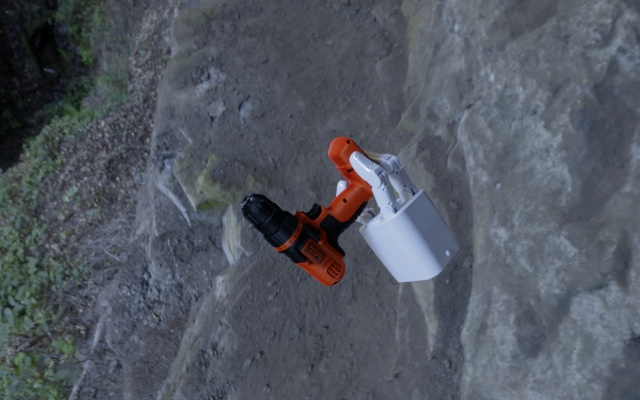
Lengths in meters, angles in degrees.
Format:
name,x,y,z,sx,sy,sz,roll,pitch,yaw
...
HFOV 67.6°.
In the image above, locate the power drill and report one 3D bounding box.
name,x,y,z,sx,sy,sz,roll,pitch,yaw
power drill,0.001,0.002,0.682,0.184,0.187,0.057,43,-17,-25
